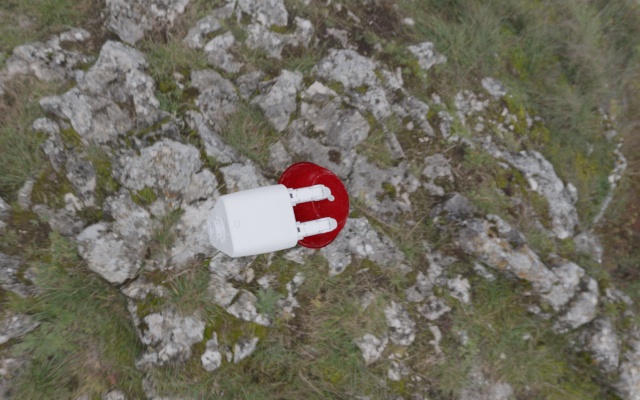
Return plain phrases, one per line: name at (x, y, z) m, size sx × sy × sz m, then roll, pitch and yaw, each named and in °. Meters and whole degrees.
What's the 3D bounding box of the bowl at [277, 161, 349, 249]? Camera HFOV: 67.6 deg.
bowl at (0.001, 0.002, 0.848) m, size 0.162 × 0.162 × 0.055 m, roll 0°, pitch -11°, yaw -43°
